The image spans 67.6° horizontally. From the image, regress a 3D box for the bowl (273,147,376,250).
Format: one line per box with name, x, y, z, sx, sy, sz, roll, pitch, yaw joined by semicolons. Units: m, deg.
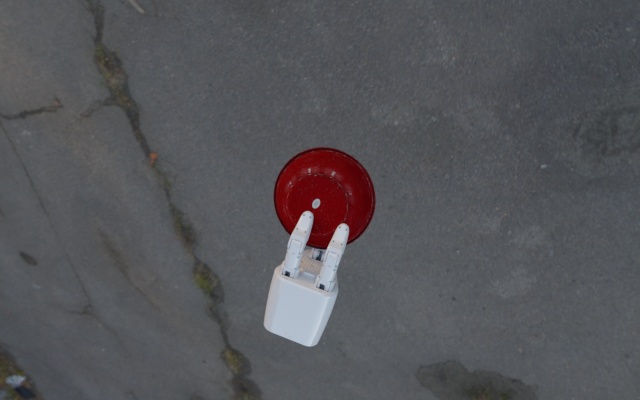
bowl;0.000;0.001;0.716;0.162;0.162;0.055;0;10;11
